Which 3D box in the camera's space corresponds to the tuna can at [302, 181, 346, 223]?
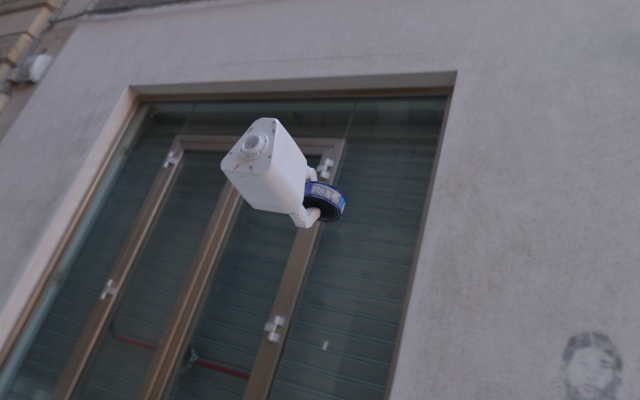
[{"bbox_3d":[0.000,0.002,0.844,0.086,0.033,0.086,16,-29,9],"label":"tuna can"}]
